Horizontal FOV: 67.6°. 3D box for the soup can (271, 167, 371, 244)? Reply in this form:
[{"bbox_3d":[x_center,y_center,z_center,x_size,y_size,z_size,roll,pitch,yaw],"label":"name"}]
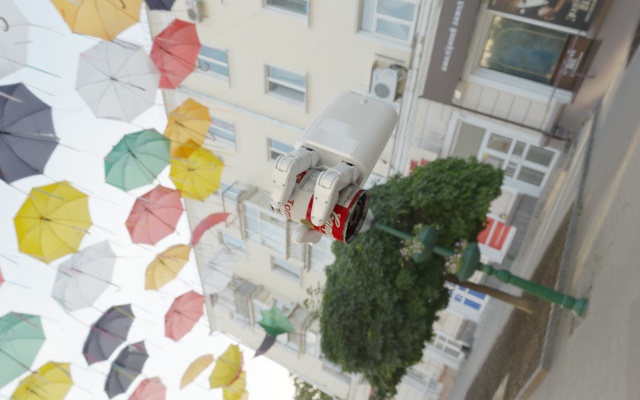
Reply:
[{"bbox_3d":[0.000,0.002,0.574,0.102,0.068,0.068,22,8,19],"label":"soup can"}]
